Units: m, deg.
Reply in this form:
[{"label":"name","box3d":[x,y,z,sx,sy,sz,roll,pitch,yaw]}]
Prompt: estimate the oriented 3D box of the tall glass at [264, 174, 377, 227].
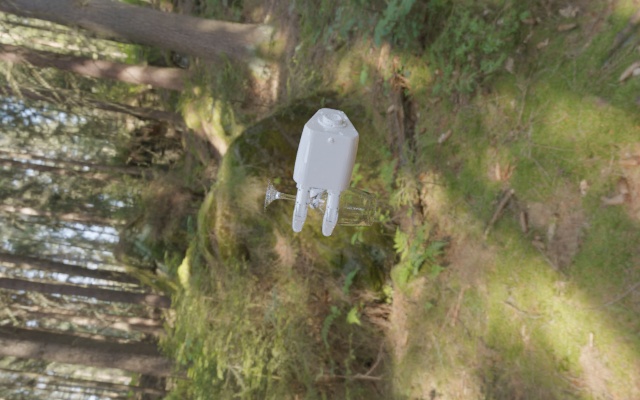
[{"label":"tall glass","box3d":[-0.001,0.003,0.889,0.201,0.079,0.079,9,-1,-4]}]
